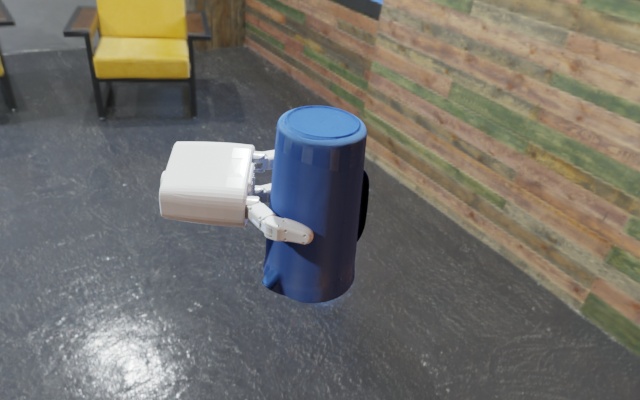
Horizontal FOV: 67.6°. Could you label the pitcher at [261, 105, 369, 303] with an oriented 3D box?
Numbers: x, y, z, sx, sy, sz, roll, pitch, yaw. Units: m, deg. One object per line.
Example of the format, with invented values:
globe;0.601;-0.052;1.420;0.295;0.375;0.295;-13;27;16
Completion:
pitcher;0.000;0.002;0.635;0.145;0.243;0.149;6;34;-1
